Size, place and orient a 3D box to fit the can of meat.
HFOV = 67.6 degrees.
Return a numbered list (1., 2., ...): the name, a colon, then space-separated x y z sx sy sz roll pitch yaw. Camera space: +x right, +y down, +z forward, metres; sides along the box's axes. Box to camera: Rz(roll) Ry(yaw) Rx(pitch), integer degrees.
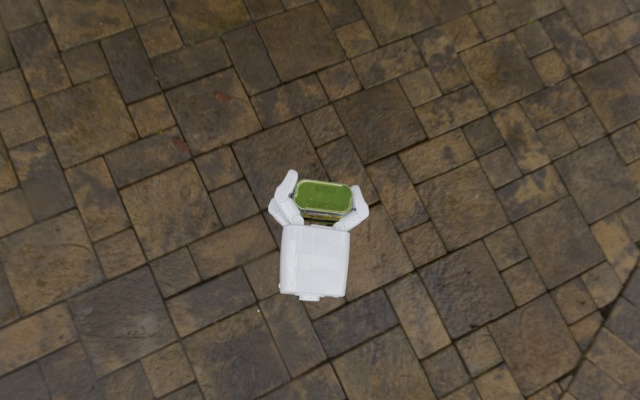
1. can of meat: 0.000 0.003 0.811 0.102 0.057 0.084 7 -13 -6
